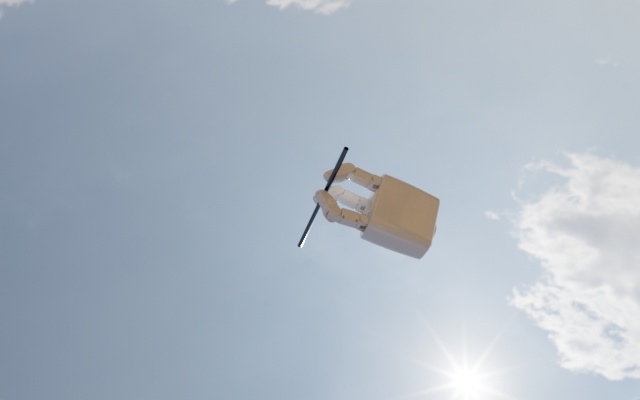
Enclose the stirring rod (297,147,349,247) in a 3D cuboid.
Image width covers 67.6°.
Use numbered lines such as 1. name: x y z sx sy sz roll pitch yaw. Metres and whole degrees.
1. stirring rod: 0.000 0.003 0.791 0.011 0.011 0.240 0 -42 -25
